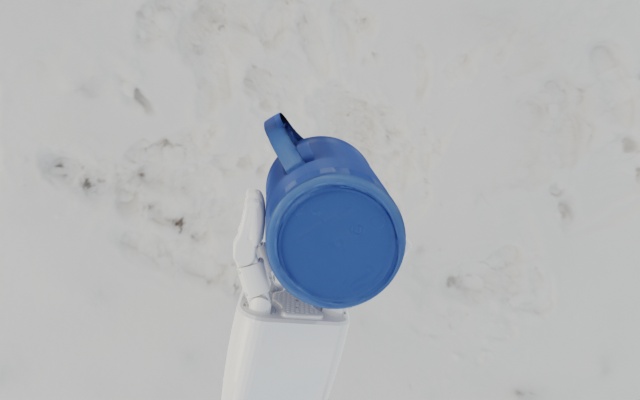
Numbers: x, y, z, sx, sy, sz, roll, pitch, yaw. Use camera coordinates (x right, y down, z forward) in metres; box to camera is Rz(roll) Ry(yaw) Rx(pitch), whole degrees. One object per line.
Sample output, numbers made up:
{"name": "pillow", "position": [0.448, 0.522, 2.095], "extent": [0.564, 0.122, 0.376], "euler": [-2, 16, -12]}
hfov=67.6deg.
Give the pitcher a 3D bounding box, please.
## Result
{"name": "pitcher", "position": [0.000, 0.002, 0.469], "extent": [0.149, 0.145, 0.242], "euler": [14, 10, -6]}
